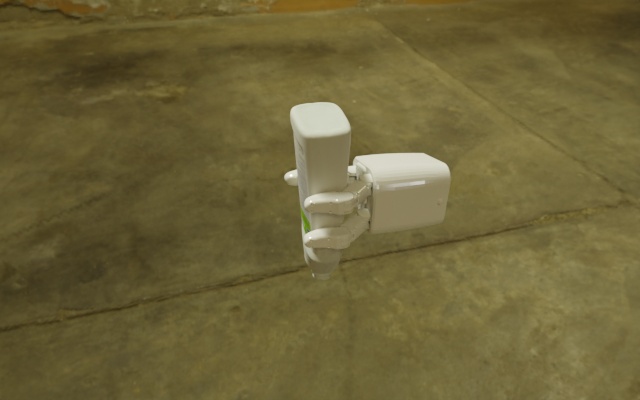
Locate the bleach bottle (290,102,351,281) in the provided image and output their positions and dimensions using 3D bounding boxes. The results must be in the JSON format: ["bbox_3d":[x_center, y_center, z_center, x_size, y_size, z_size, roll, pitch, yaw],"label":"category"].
[{"bbox_3d":[0.000,0.002,0.654,0.068,0.251,0.102,-7,35,-10],"label":"bleach bottle"}]
